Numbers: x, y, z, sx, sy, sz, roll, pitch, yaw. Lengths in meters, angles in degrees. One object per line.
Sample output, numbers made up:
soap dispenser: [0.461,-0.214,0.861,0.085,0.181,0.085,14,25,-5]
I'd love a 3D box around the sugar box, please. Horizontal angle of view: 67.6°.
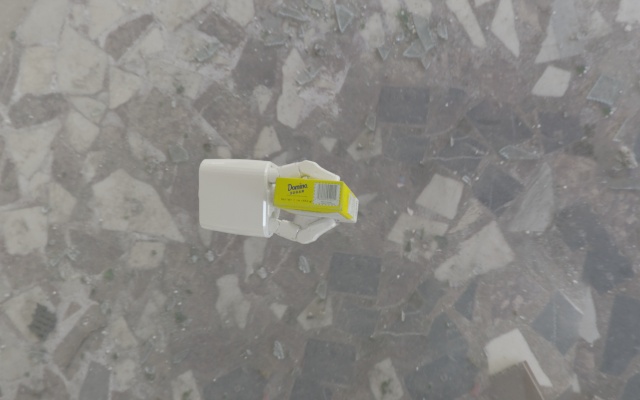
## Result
sugar box: [0.000,0.002,0.696,0.093,0.048,0.176,5,-4,10]
